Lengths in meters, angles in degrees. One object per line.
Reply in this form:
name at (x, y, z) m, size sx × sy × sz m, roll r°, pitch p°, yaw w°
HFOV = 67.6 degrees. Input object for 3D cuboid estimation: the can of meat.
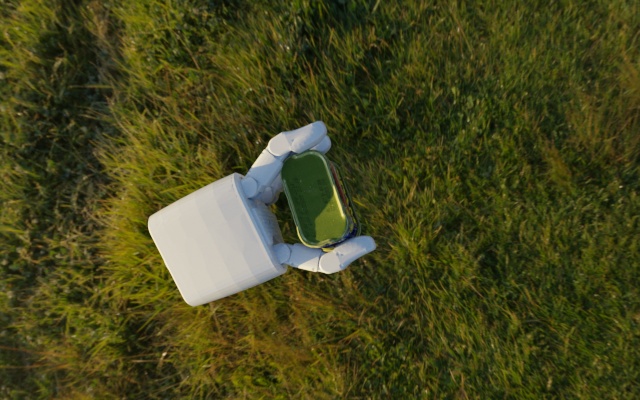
can of meat at (0.000, 0.002, 0.507) m, size 0.057 × 0.102 × 0.084 m, roll -20°, pitch -9°, yaw 8°
